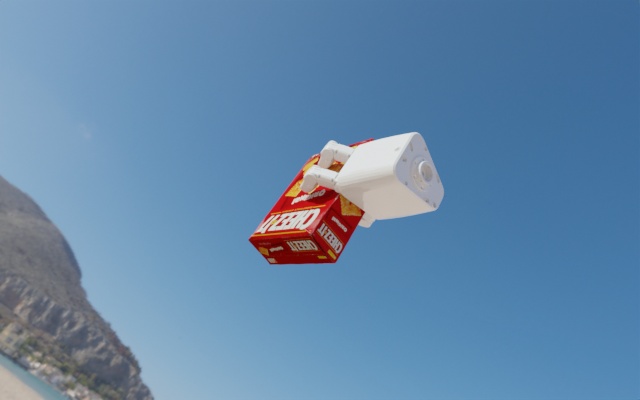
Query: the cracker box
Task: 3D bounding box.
[{"bbox_3d":[0.000,0.003,0.785,0.164,0.072,0.213,-10,37,48],"label":"cracker box"}]
